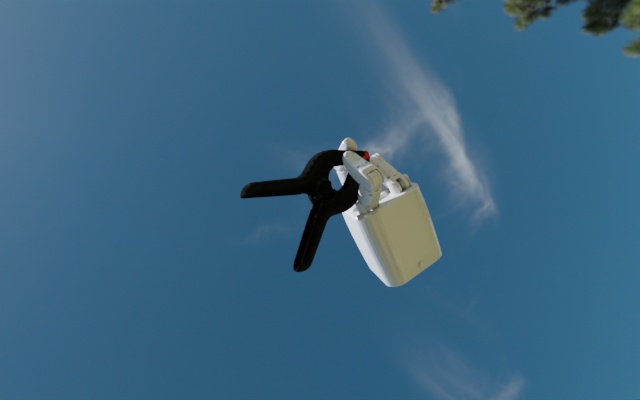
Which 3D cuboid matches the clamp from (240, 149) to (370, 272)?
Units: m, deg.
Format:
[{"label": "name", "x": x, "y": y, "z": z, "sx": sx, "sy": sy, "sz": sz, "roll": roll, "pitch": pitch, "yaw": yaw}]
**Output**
[{"label": "clamp", "x": 0.000, "y": 0.002, "z": 0.578, "sx": 0.171, "sy": 0.120, "sz": 0.039, "roll": -30, "pitch": 15, "yaw": -23}]
